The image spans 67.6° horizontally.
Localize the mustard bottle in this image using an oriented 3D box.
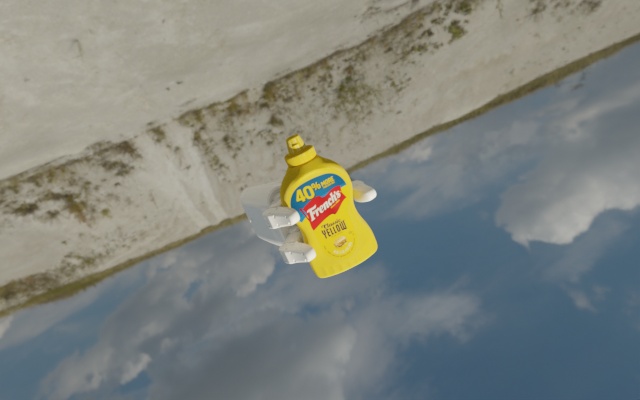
[{"bbox_3d":[0.000,0.002,0.638,0.096,0.192,0.058,-25,18,-4],"label":"mustard bottle"}]
